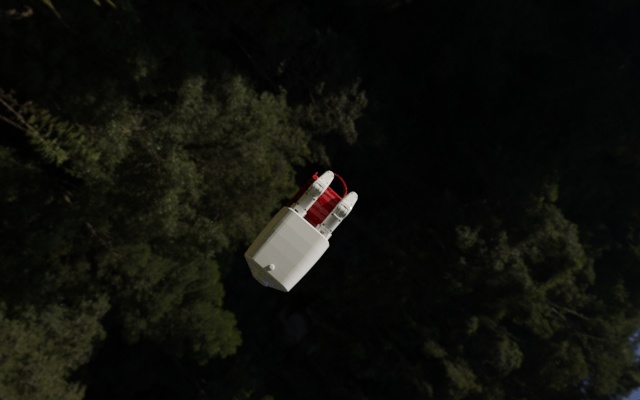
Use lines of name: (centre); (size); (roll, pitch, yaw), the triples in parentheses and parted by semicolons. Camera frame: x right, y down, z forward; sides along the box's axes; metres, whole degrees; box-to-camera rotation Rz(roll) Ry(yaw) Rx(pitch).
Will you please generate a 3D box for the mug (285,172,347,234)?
mug: (0.001, 0.002, 0.847); (0.081, 0.117, 0.093); (42, -19, -1)
